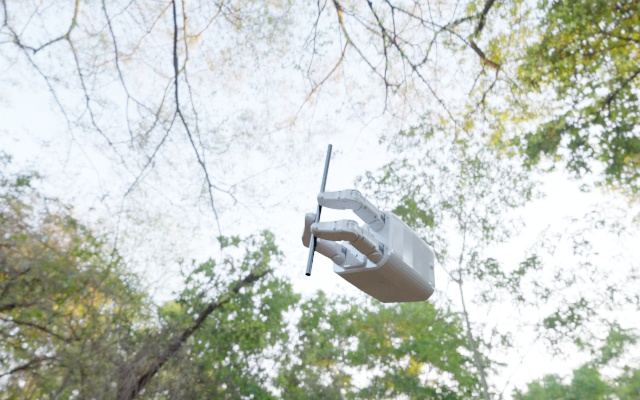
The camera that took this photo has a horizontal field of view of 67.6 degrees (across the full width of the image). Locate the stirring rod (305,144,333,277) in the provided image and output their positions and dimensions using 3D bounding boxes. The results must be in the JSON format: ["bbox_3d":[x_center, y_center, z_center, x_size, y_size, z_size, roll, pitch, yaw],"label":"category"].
[{"bbox_3d":[0.000,0.002,0.652,0.011,0.239,0.011,5,-43,5],"label":"stirring rod"}]
